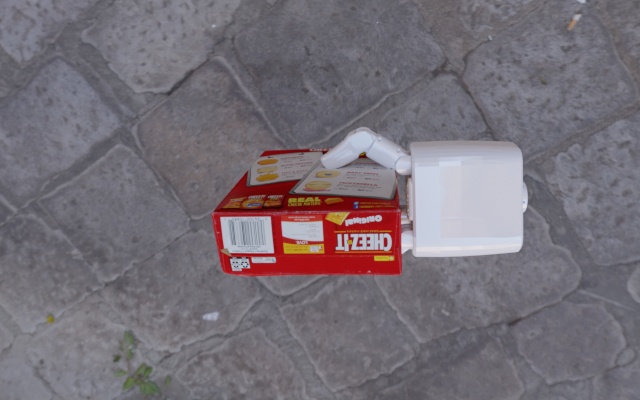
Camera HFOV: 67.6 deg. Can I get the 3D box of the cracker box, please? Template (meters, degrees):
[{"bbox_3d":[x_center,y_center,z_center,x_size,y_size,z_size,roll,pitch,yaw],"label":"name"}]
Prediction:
[{"bbox_3d":[0.000,0.002,0.506,0.164,0.072,0.213,-1,20,7],"label":"cracker box"}]
